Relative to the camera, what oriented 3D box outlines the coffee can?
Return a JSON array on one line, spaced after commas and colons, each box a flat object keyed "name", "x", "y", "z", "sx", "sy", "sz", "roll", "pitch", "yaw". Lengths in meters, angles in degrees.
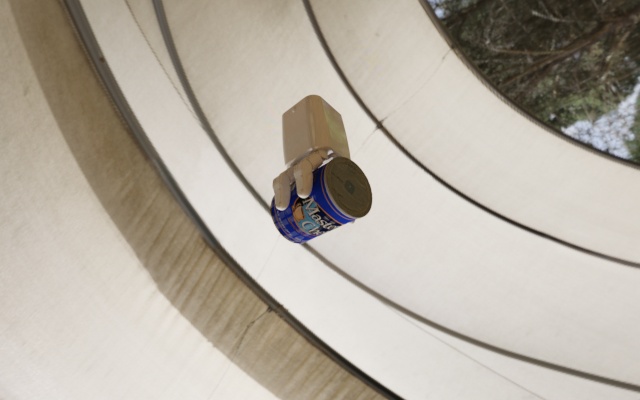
[{"name": "coffee can", "x": 0.000, "y": 0.003, "z": 0.786, "sx": 0.103, "sy": 0.102, "sz": 0.140, "roll": 0, "pitch": -21, "yaw": -46}]
